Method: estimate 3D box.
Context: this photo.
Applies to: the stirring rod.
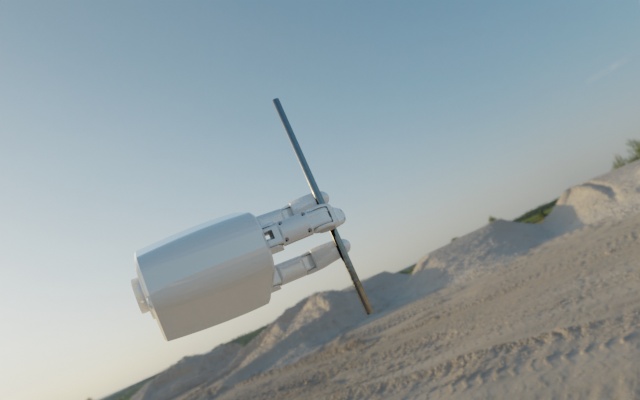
[{"bbox_3d":[0.000,0.002,0.483,0.011,0.239,0.011,-23,-11,-5],"label":"stirring rod"}]
